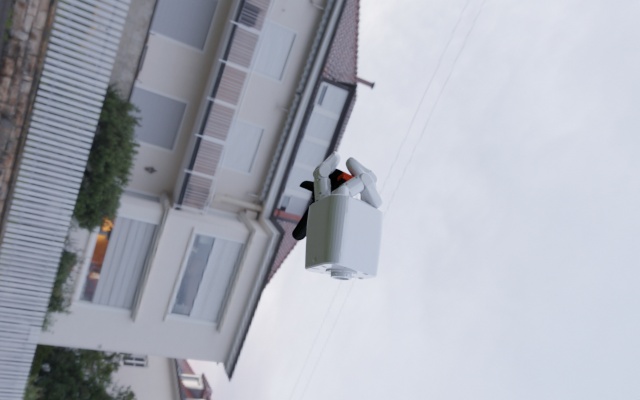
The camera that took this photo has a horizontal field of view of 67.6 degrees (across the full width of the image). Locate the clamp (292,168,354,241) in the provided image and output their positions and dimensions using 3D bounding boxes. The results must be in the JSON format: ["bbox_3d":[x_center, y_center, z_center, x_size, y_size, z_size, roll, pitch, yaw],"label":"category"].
[{"bbox_3d":[0.001,0.003,0.826,0.039,0.120,0.171,15,-20,-25],"label":"clamp"}]
